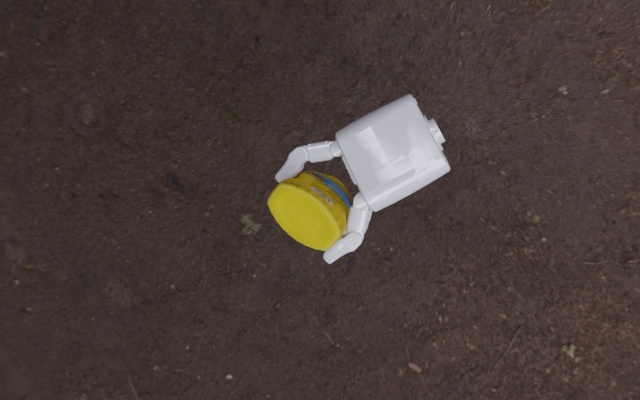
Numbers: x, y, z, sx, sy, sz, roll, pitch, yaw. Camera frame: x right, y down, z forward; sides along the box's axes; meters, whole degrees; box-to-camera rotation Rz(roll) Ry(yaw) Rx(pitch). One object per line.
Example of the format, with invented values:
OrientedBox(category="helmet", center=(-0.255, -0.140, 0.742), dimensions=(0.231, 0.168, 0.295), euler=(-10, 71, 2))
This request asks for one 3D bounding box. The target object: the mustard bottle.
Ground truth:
OrientedBox(category="mustard bottle", center=(0.000, 0.002, 0.640), dimensions=(0.096, 0.058, 0.191), euler=(38, 16, 3))
